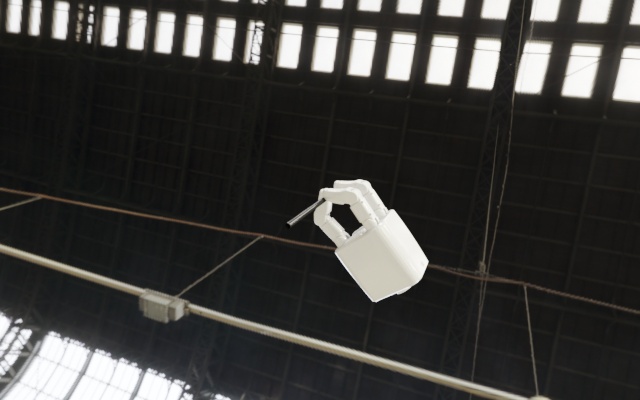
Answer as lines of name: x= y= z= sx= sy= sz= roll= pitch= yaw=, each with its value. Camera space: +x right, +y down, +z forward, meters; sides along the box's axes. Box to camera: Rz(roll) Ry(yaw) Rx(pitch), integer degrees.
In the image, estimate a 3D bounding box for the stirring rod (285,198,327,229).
stirring rod: x=0.000 y=0.002 z=0.730 sx=0.011 sy=0.011 sz=0.239 roll=0 pitch=15 yaw=22
